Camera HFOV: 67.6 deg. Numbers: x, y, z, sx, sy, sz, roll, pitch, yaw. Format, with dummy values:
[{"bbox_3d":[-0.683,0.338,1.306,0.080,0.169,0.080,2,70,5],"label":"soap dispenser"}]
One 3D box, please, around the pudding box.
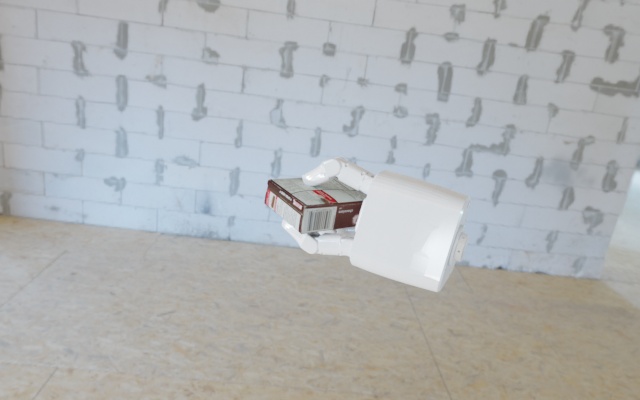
[{"bbox_3d":[0.000,0.002,0.602,0.113,0.039,0.090,-3,24,-36],"label":"pudding box"}]
